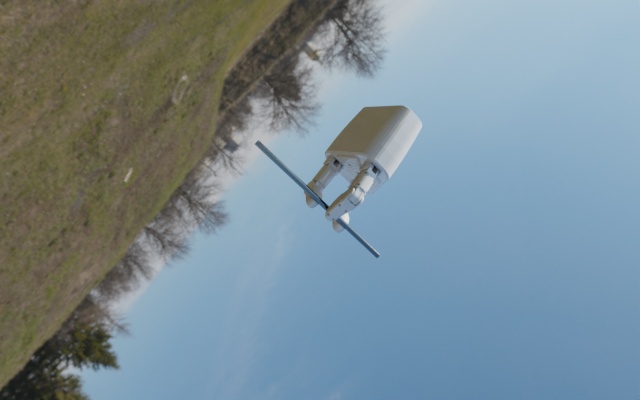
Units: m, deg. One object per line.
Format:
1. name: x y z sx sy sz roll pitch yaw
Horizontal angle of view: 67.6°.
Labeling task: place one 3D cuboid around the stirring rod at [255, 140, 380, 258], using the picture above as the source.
1. stirring rod: 0.000 0.002 0.662 0.239 0.011 0.011 43 -15 -17
